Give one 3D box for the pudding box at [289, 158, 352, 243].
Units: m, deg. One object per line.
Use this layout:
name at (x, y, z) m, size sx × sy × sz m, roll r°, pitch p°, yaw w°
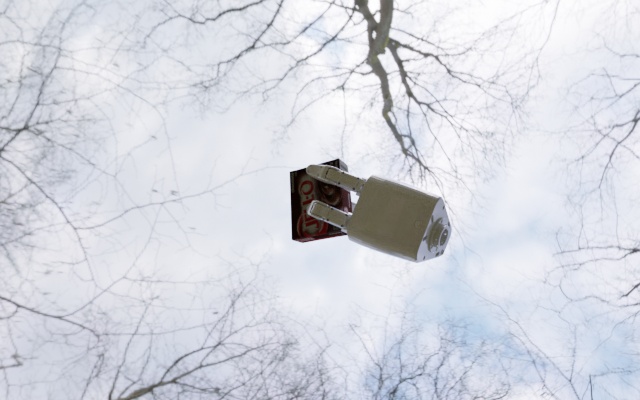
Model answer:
pudding box at (0.000, 0.002, 0.719) m, size 0.090 × 0.113 × 0.039 m, roll -13°, pitch -22°, yaw 27°
